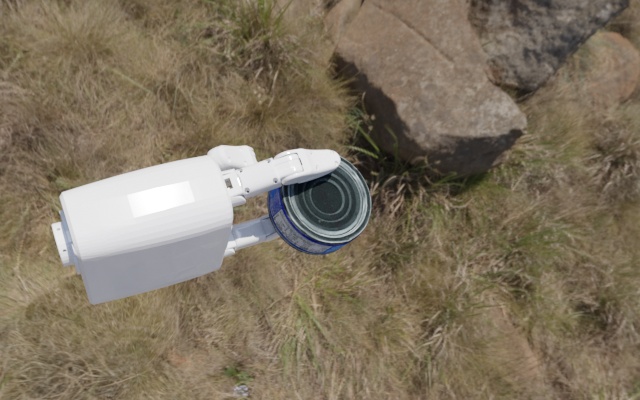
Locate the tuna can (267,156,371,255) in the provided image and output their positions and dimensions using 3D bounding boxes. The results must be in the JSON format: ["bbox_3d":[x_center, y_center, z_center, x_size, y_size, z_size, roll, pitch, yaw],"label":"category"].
[{"bbox_3d":[0.000,0.001,0.409,0.086,0.086,0.034,0,-20,-27],"label":"tuna can"}]
